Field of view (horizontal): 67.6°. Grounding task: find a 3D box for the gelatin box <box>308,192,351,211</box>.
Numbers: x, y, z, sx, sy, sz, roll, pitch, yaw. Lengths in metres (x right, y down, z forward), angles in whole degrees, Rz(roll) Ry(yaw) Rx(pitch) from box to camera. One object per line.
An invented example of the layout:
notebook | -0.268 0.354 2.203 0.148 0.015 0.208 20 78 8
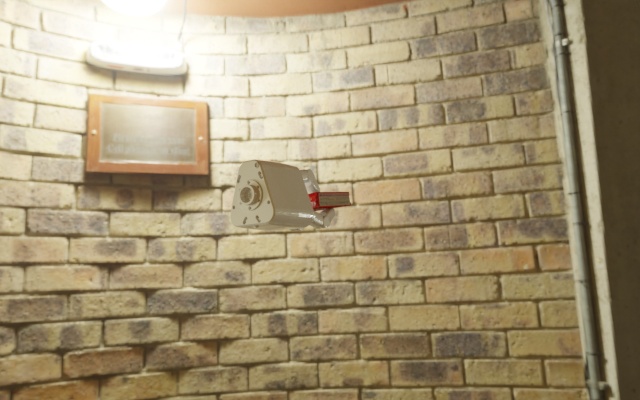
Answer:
gelatin box | 0.000 0.002 0.891 0.089 0.030 0.073 -3 -6 -45
